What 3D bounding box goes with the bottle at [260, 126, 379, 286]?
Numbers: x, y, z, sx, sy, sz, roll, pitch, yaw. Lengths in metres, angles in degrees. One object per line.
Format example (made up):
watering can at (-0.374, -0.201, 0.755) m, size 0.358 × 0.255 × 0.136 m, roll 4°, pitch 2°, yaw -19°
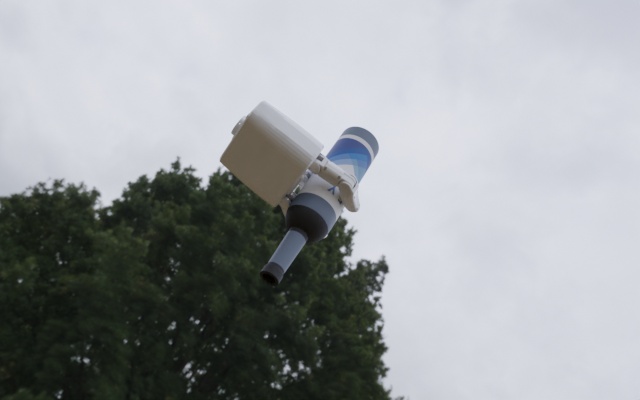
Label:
bottle at (0.000, 0.002, 0.684) m, size 0.069 × 0.069 × 0.295 m, roll 0°, pitch 40°, yaw 35°
